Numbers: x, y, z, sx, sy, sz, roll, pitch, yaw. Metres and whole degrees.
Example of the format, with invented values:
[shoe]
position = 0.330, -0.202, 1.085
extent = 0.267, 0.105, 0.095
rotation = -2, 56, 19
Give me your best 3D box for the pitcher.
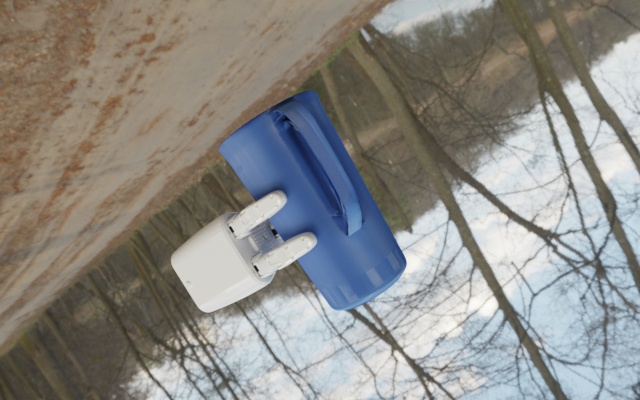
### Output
[pitcher]
position = 0.000, 0.002, 0.558
extent = 0.145, 0.243, 0.149
rotation = -32, 2, 26
